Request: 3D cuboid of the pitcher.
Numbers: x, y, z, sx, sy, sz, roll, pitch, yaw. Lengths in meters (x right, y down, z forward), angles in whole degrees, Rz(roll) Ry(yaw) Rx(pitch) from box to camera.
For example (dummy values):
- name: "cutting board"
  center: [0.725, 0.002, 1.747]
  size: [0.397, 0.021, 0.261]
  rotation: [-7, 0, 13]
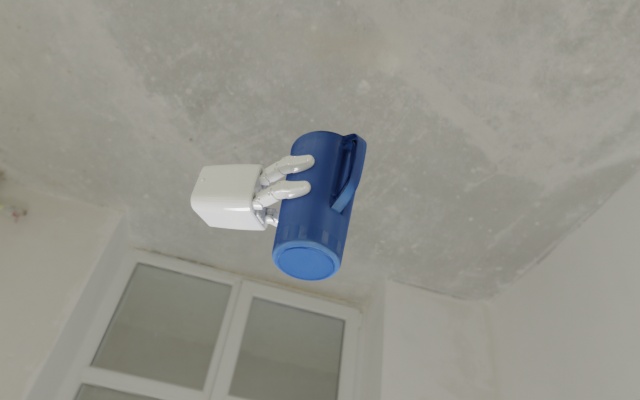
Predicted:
- name: "pitcher"
  center: [0.000, 0.003, 0.796]
  size: [0.145, 0.242, 0.149]
  rotation: [3, -41, 9]
